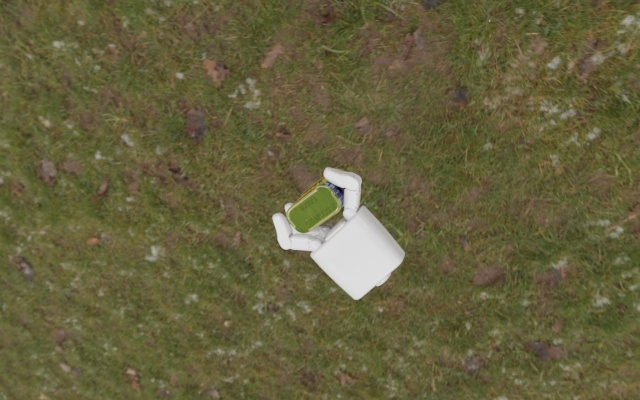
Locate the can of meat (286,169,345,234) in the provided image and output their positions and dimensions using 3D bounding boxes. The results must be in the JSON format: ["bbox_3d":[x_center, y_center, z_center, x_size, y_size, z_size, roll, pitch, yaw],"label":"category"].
[{"bbox_3d":[0.000,0.003,0.788,0.102,0.057,0.084,-37,5,27],"label":"can of meat"}]
